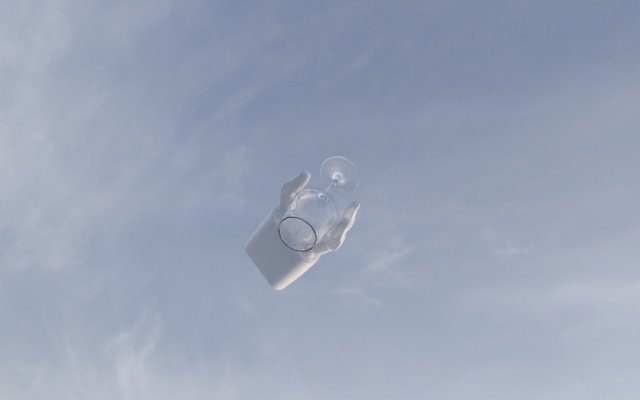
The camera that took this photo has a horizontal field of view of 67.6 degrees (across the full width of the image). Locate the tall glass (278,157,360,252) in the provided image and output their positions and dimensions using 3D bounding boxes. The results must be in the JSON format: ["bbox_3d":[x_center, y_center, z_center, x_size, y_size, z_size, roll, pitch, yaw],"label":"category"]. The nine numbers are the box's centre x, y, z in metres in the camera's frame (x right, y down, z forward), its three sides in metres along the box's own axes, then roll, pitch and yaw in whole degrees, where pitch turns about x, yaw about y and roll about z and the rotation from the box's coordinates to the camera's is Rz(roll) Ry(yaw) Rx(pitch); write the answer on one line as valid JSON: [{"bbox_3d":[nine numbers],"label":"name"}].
[{"bbox_3d":[0.000,0.002,0.781,0.079,0.079,0.201,0,28,23],"label":"tall glass"}]
